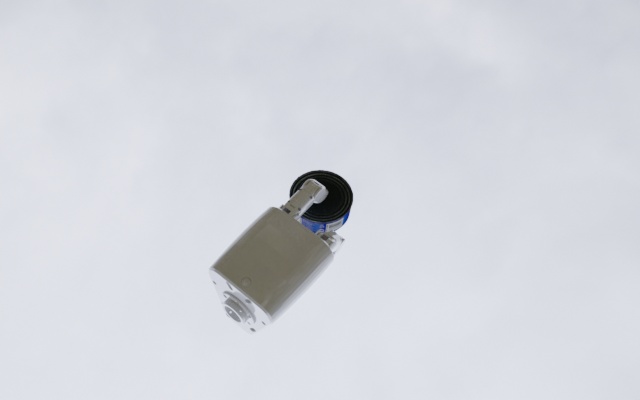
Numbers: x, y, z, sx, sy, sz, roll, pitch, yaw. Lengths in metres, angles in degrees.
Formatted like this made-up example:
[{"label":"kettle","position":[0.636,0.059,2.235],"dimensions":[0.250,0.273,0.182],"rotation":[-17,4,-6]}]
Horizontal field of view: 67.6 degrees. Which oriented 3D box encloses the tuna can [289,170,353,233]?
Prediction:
[{"label":"tuna can","position":[0.000,0.002,0.646],"dimensions":[0.086,0.086,0.034],"rotation":[0,-35,-5]}]
